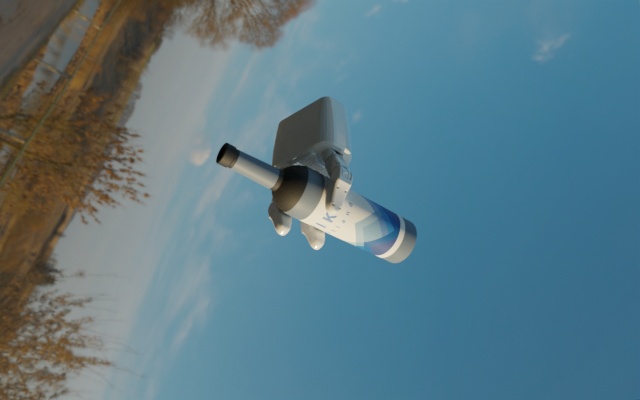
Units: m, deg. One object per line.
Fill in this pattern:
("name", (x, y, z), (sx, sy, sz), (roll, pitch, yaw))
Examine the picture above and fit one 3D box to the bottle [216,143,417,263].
("bottle", (0.000, 0.002, 0.630), (0.296, 0.069, 0.069), (27, -13, -27))
